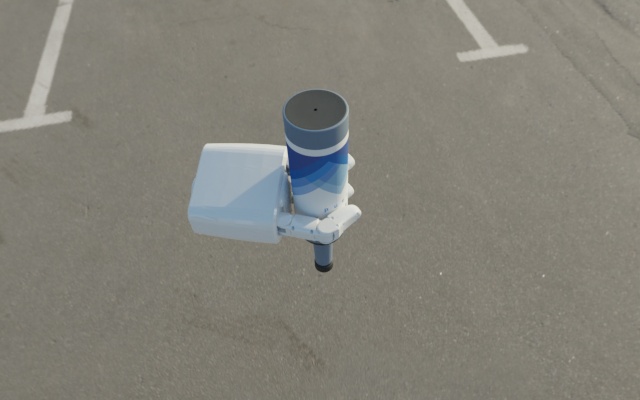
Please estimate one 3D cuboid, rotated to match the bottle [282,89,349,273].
[{"bbox_3d":[0.000,0.002,0.589,0.069,0.069,0.296,0,-39,3],"label":"bottle"}]
